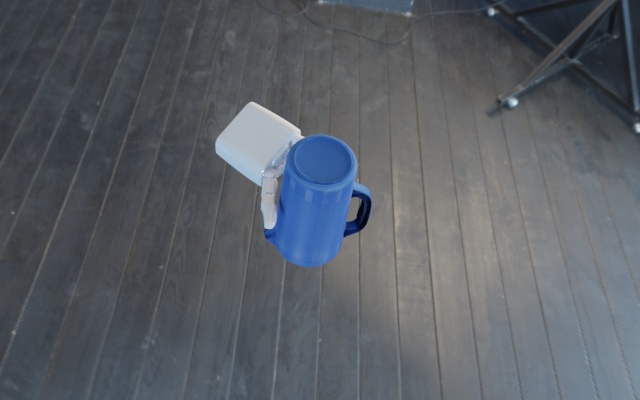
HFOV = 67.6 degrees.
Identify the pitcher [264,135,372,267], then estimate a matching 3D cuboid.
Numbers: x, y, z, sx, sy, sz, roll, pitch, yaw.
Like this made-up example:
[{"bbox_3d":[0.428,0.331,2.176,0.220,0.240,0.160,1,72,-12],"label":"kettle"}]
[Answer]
[{"bbox_3d":[0.000,0.003,0.810,0.145,0.149,0.243,36,-30,14],"label":"pitcher"}]
